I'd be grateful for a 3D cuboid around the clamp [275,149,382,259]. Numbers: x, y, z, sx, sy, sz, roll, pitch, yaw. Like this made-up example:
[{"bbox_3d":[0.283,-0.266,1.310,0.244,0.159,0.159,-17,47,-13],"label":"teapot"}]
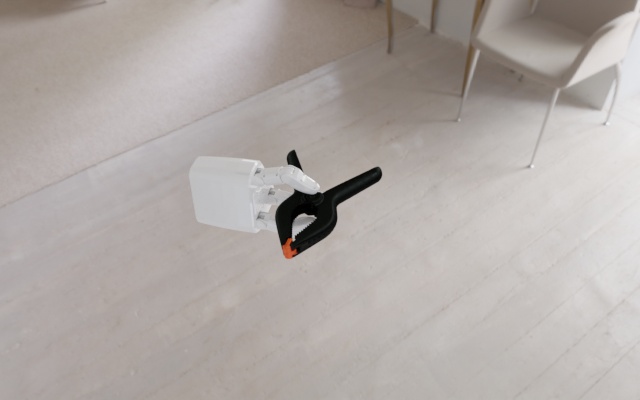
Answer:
[{"bbox_3d":[0.000,0.002,0.730,0.164,0.209,0.036,7,-42,14],"label":"clamp"}]
